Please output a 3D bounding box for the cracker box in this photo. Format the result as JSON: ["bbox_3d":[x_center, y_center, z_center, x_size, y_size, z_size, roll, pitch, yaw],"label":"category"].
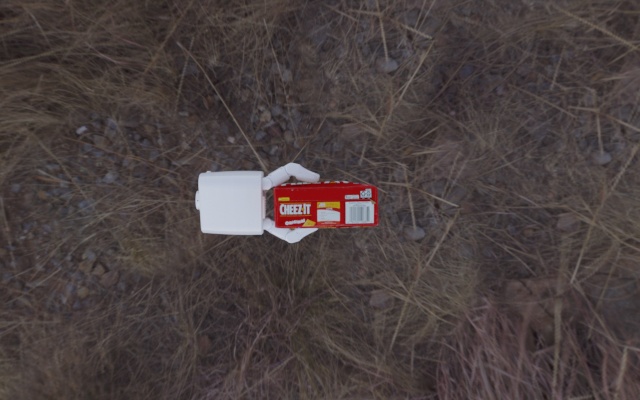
[{"bbox_3d":[0.000,0.003,0.837,0.164,0.072,0.213,-1,4,-5],"label":"cracker box"}]
